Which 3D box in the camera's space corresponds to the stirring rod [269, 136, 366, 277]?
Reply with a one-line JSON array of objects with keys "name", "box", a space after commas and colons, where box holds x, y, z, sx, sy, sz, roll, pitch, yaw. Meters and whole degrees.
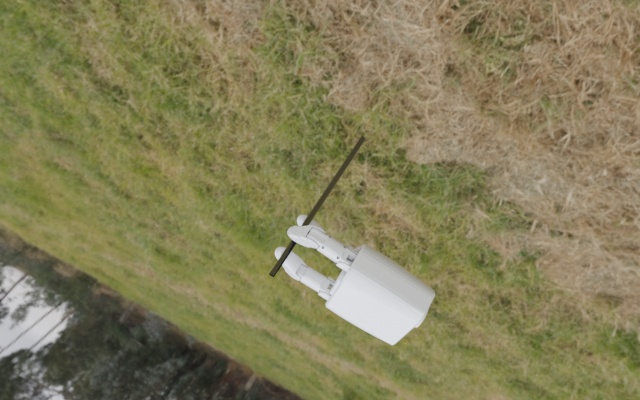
[{"name": "stirring rod", "box": [0.000, 0.002, 0.648, 0.011, 0.239, 0.011, 28, -23, 13]}]
